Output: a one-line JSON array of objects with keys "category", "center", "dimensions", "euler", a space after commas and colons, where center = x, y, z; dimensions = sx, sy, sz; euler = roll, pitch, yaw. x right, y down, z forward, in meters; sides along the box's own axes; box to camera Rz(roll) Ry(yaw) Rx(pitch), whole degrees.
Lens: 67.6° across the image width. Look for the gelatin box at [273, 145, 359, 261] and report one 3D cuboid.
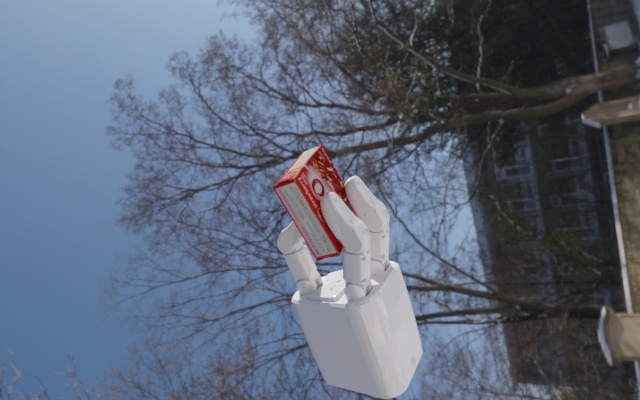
[{"category": "gelatin box", "center": [0.000, 0.001, 0.466], "dimensions": [0.030, 0.089, 0.073], "euler": [-19, 22, 32]}]
